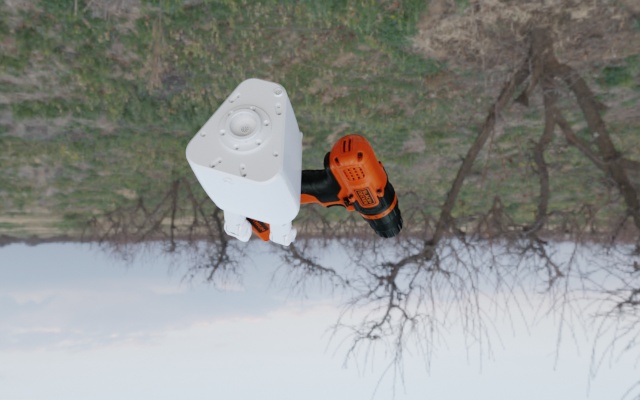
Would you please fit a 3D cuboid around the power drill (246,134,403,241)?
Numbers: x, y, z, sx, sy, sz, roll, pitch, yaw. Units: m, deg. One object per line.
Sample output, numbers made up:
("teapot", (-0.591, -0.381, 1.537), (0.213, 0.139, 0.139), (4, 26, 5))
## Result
("power drill", (0.000, 0.002, 0.601), (0.187, 0.057, 0.184), (-12, -40, 18))
